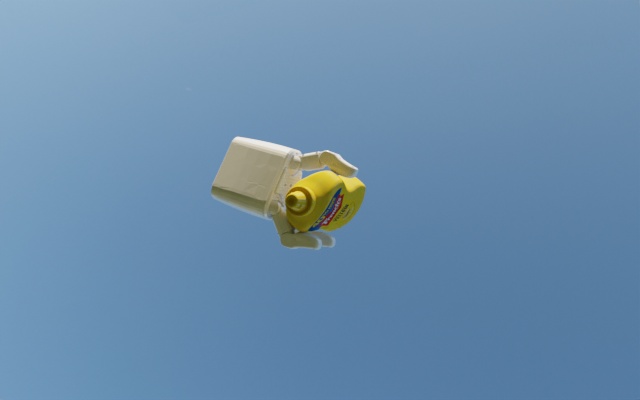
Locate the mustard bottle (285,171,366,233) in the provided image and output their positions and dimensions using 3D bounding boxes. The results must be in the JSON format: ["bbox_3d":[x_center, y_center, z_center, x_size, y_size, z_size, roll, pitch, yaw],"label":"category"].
[{"bbox_3d":[0.000,0.002,0.696,0.058,0.096,0.191,43,14,19],"label":"mustard bottle"}]
